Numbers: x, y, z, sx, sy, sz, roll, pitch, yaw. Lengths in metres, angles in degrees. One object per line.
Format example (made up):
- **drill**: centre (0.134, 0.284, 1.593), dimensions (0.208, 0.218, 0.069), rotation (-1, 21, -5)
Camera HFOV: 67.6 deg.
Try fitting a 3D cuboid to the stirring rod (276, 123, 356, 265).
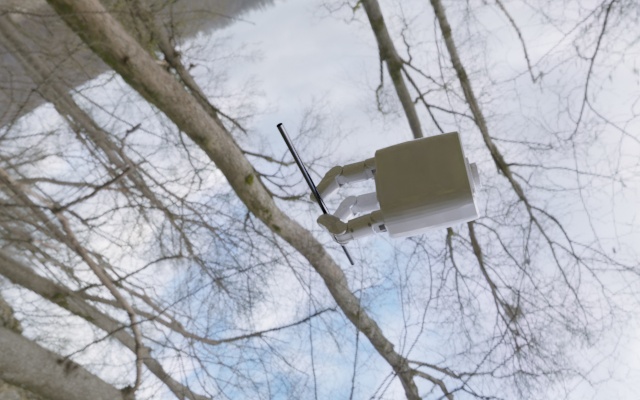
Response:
- **stirring rod**: centre (0.000, 0.002, 0.601), dimensions (0.011, 0.240, 0.011), rotation (-18, 37, 14)
